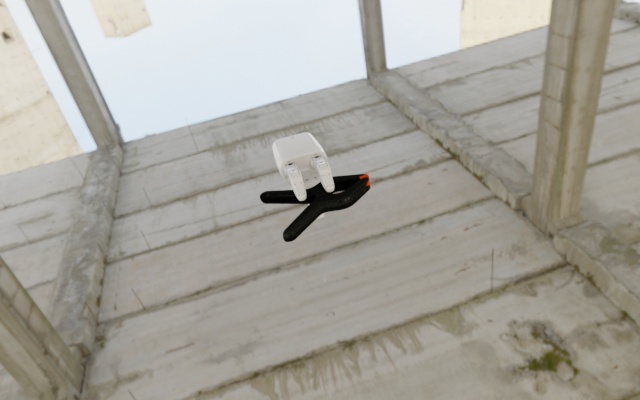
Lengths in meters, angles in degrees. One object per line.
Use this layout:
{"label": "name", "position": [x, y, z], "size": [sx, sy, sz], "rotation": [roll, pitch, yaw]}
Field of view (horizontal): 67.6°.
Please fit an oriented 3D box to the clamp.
{"label": "clamp", "position": [0.001, 0.003, 0.888], "size": [0.210, 0.036, 0.164], "rotation": [-17, 34, -7]}
